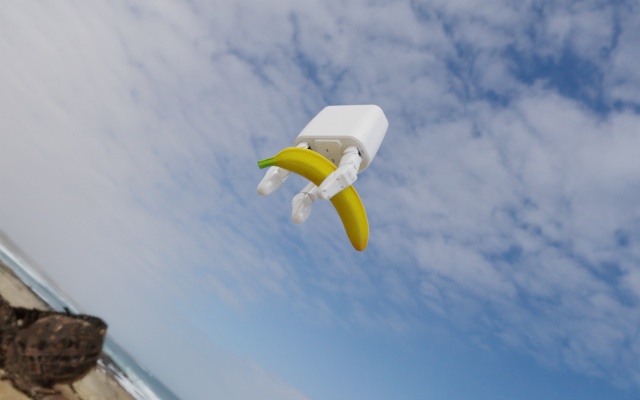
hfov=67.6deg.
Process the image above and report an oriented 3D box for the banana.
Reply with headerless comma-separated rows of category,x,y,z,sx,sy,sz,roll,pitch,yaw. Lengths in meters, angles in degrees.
banana,0.010,-0.011,0.658,0.070,0.198,0.037,-42,15,25
